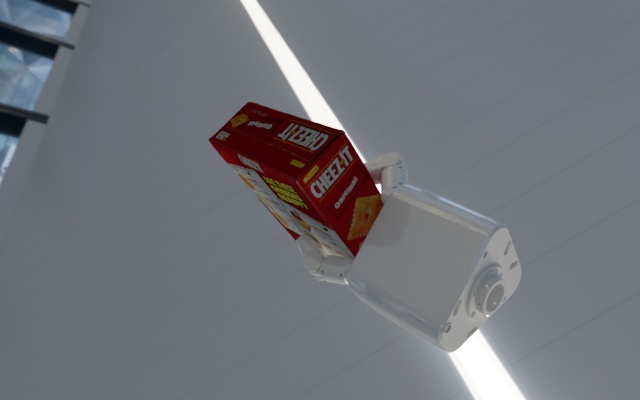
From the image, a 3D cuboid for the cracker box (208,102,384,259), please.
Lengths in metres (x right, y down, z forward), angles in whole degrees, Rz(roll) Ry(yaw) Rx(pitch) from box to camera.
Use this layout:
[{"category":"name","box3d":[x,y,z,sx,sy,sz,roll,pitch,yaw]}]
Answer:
[{"category":"cracker box","box3d":[0.000,0.002,0.518,0.164,0.072,0.214,26,-21,46]}]
